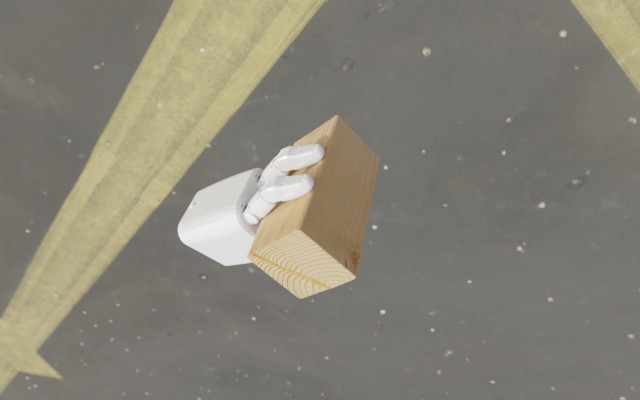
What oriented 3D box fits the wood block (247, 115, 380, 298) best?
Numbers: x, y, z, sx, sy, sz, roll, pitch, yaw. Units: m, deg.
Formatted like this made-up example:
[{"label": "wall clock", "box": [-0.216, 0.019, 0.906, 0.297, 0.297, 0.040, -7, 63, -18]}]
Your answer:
[{"label": "wood block", "box": [0.000, 0.002, 0.586, 0.090, 0.206, 0.091, -28, -60, 36]}]
